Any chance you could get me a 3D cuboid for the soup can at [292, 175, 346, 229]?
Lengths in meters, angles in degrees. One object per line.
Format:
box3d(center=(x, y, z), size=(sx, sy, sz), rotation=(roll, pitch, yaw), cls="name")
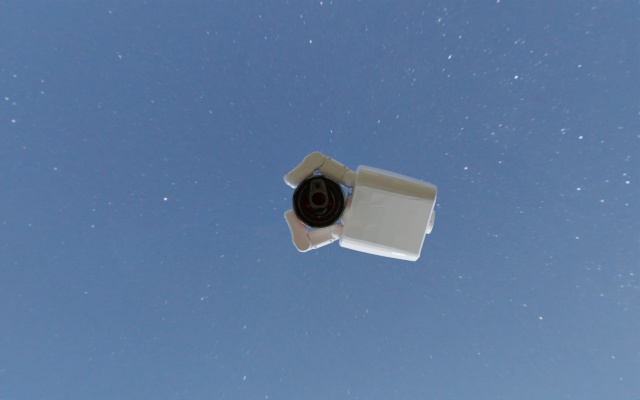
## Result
box3d(center=(0.000, 0.002, 0.648), size=(0.068, 0.068, 0.102), rotation=(0, -1, 2), cls="soup can")
